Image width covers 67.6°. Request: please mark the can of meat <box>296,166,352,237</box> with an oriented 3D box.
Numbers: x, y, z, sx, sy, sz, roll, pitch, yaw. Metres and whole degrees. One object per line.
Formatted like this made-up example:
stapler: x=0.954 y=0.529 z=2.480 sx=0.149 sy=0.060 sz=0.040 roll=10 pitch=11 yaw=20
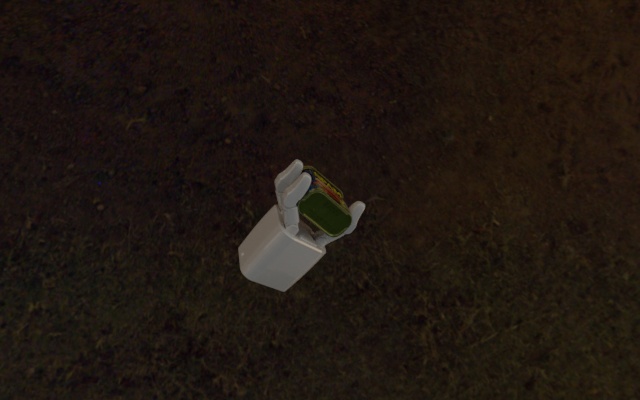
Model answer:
can of meat: x=0.000 y=0.003 z=0.780 sx=0.102 sy=0.057 sz=0.084 roll=40 pitch=14 yaw=-28
